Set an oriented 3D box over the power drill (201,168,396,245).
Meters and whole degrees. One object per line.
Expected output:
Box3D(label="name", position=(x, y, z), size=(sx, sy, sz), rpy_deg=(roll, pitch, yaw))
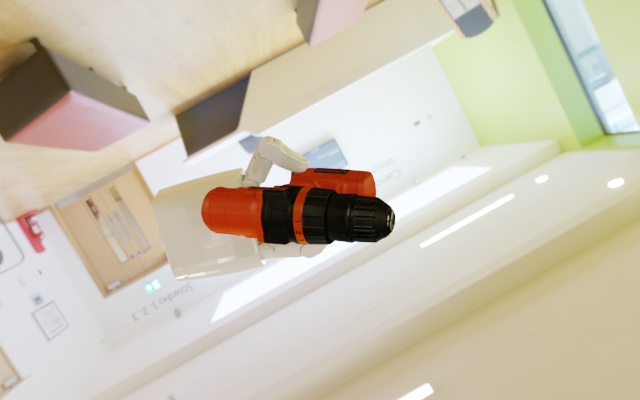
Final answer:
Box3D(label="power drill", position=(0.000, 0.002, 0.496), size=(0.184, 0.057, 0.187), rpy_deg=(5, 9, 20))
